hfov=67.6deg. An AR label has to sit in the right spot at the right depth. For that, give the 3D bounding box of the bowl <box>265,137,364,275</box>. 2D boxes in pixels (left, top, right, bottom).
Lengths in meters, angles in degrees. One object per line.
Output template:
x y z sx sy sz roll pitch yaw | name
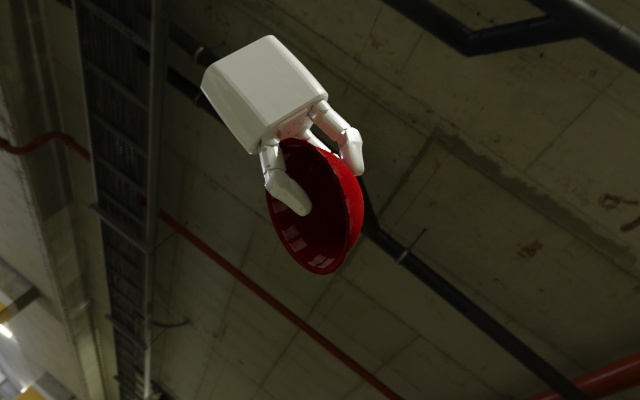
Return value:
0.001 0.003 0.559 0.055 0.162 0.162 -17 10 -35 | bowl
